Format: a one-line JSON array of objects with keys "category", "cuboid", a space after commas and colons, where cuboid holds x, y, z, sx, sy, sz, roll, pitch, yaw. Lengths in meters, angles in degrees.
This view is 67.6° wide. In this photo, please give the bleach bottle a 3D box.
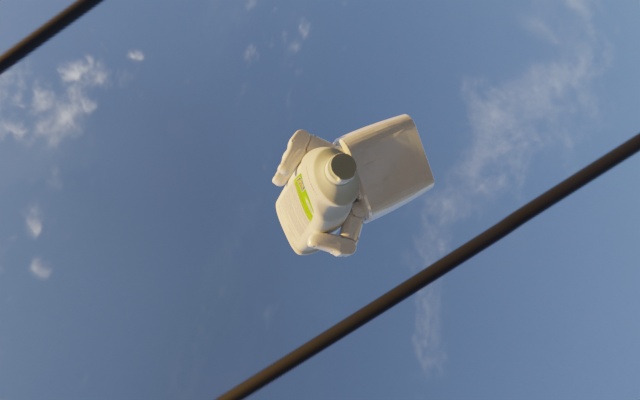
[{"category": "bleach bottle", "cuboid": [0.000, 0.002, 0.603, 0.068, 0.102, 0.251, -24, -7, -17]}]
